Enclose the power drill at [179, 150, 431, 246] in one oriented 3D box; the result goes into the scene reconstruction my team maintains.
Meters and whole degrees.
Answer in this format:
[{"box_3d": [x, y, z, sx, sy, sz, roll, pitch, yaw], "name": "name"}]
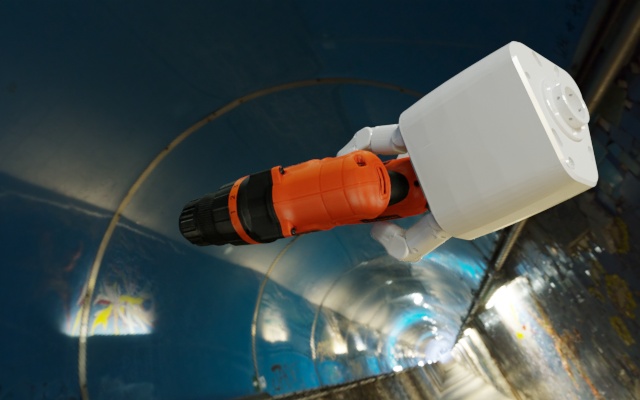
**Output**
[{"box_3d": [0.001, 0.001, 0.408, 0.184, 0.057, 0.187, -11, -1, 33], "name": "power drill"}]
